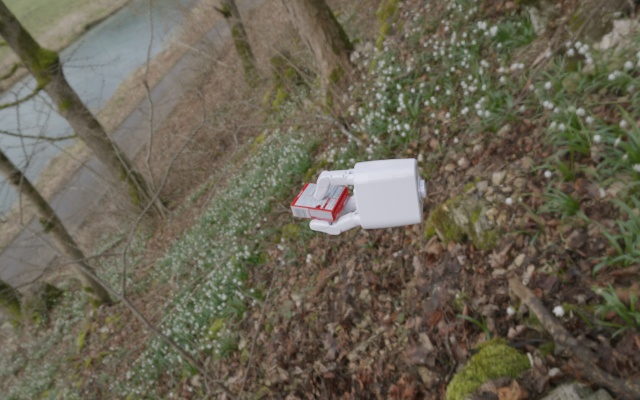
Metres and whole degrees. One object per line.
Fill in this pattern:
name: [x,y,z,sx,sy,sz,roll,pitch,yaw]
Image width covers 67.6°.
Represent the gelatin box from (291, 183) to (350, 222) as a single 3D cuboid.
gelatin box: [0.000,0.003,0.894,0.089,0.030,0.073,7,42,25]
